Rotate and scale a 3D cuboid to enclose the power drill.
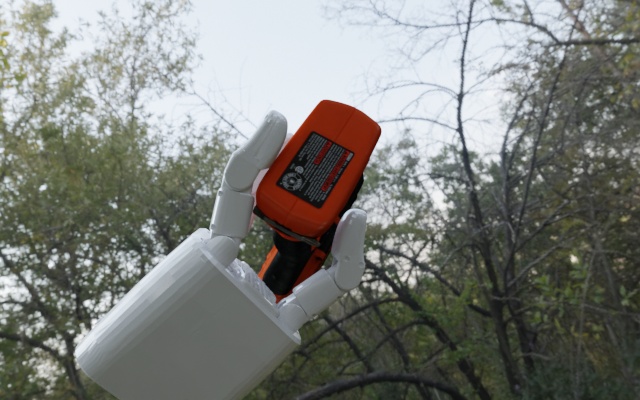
[{"bbox_3d":[0.000,0.001,0.411,0.057,0.184,0.188,26,-26,8],"label":"power drill"}]
